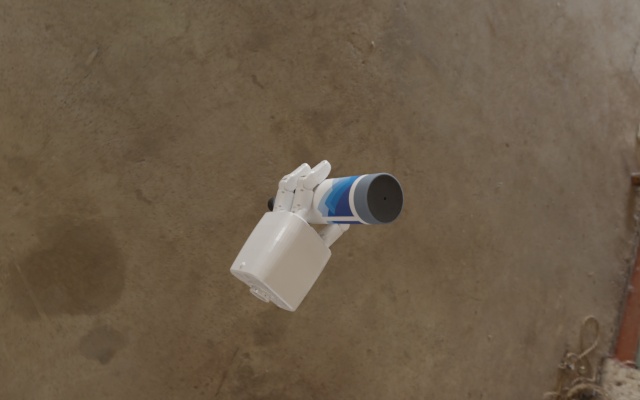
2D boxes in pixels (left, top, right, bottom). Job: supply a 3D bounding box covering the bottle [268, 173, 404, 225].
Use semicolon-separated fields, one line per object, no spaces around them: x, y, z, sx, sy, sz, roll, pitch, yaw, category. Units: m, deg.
0.000;0.002;0.733;0.069;0.069;0.296;0;-2;-34;bottle
